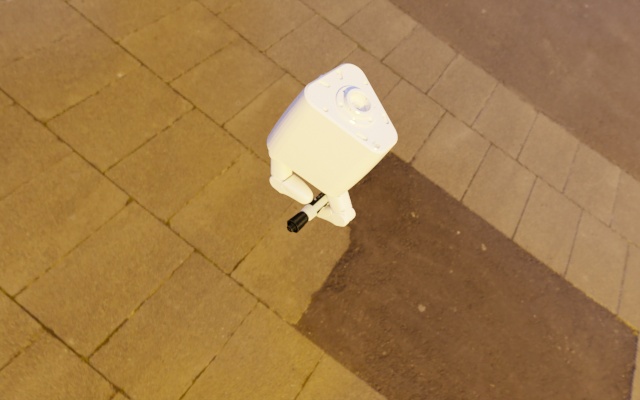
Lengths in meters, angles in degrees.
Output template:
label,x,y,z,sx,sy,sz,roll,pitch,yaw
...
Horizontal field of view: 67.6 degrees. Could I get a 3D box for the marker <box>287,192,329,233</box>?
label,x,y,z,sx,sy,sz,roll,pitch,yaw
marker,0.000,0.002,0.599,0.020,0.020,0.121,0,32,46
